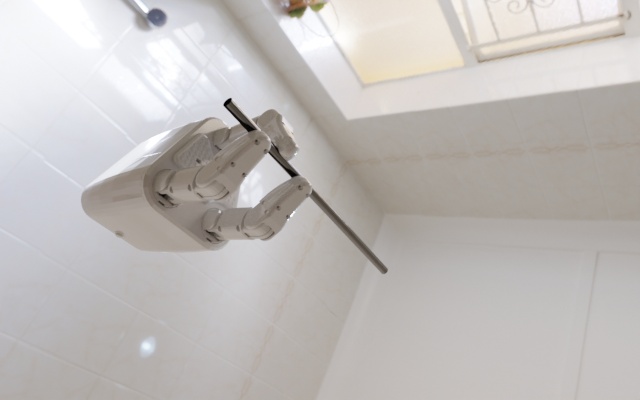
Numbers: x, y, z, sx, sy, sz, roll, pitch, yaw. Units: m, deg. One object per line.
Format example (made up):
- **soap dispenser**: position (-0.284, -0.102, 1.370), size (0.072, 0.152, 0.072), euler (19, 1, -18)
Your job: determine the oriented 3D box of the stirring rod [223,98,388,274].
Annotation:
- **stirring rod**: position (0.000, 0.001, 0.403), size (0.011, 0.011, 0.240), euler (0, -35, 40)
